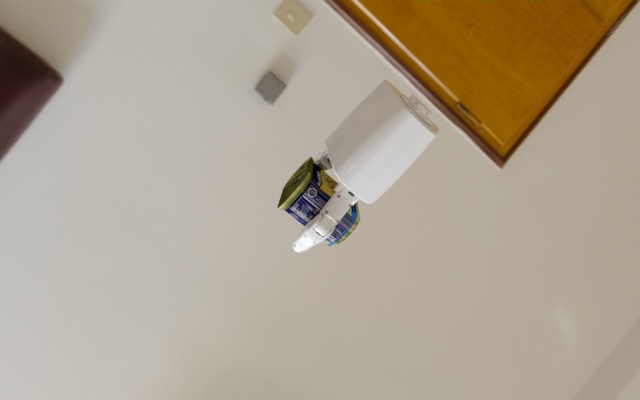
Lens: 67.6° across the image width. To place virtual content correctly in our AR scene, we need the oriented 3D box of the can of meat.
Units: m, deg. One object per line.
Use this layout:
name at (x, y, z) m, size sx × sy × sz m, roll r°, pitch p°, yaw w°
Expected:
can of meat at (0.000, 0.002, 0.588) m, size 0.084 × 0.057 × 0.102 m, roll 39°, pitch 17°, yaw -12°
